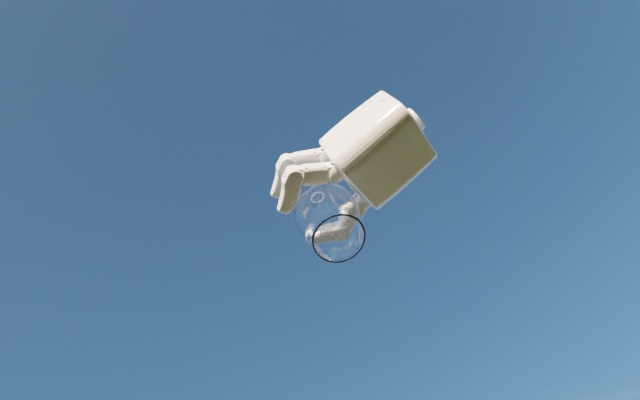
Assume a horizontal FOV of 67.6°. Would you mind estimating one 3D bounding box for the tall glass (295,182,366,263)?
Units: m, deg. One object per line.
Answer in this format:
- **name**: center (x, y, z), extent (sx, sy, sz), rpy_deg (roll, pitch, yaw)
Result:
- **tall glass**: center (0.000, 0.002, 0.616), extent (0.079, 0.079, 0.201), rpy_deg (0, 25, -13)
